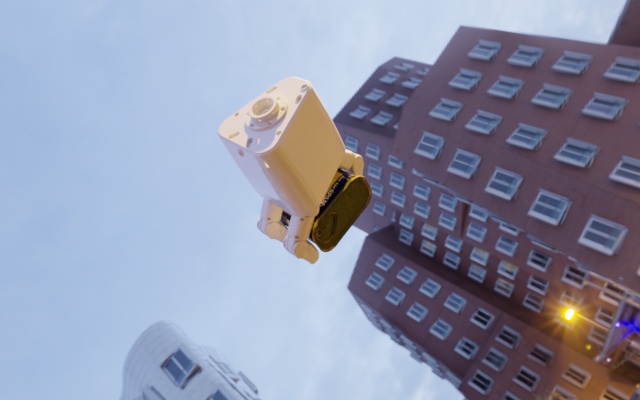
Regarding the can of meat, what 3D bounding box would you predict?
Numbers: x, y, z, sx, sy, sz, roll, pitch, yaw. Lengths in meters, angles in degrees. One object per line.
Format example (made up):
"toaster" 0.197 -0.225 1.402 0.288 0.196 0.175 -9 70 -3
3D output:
"can of meat" 0.000 0.002 0.608 0.084 0.102 0.057 28 -17 38
